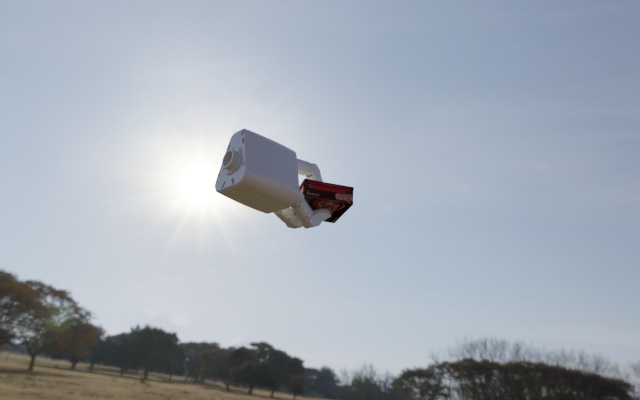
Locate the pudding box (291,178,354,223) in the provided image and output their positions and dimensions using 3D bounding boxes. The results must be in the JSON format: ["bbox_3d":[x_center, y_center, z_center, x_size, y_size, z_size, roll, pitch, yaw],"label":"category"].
[{"bbox_3d":[0.000,0.003,0.852,0.090,0.039,0.113,11,-20,-12],"label":"pudding box"}]
